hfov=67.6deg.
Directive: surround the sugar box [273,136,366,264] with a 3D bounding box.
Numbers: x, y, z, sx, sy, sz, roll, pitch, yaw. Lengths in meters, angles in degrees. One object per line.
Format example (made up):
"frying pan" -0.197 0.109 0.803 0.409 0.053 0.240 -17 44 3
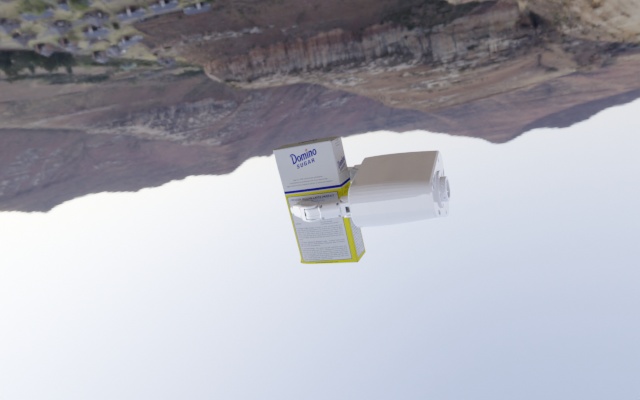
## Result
"sugar box" 0.000 0.002 0.679 0.093 0.176 0.048 -6 13 25
